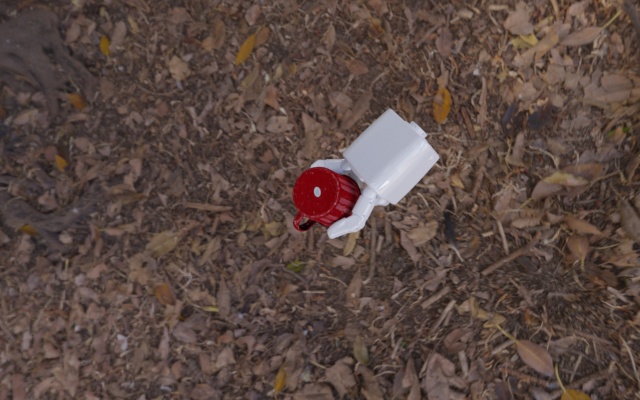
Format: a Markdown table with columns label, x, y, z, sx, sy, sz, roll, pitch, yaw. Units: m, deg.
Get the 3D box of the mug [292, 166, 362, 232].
| label | x | y | z | sx | sy | sz | roll | pitch | yaw |
| --- | --- | --- | --- | --- | --- | --- | --- | --- | --- |
| mug | -0.001 | 0.003 | 0.751 | 0.093 | 0.117 | 0.081 | 49 | 11 | 24 |
